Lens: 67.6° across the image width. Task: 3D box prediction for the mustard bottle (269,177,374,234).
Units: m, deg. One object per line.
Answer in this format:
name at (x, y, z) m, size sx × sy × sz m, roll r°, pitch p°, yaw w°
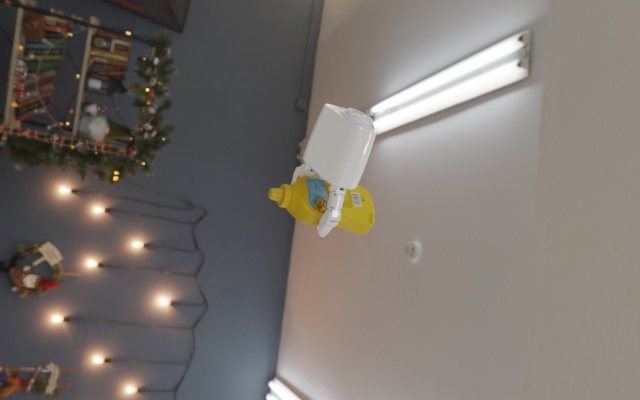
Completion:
mustard bottle at (0.000, 0.003, 0.860) m, size 0.191 × 0.096 × 0.058 m, roll 10°, pitch -41°, yaw -23°
